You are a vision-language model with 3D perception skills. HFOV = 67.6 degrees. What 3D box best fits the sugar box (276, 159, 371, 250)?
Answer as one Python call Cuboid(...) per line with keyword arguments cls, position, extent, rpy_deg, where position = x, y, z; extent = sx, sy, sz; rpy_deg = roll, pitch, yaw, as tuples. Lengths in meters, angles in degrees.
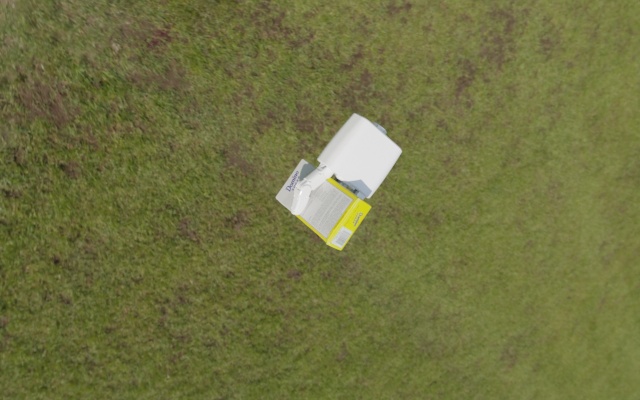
Cuboid(cls="sugar box", position=(0.001, 0.003, 0.843), extent=(0.048, 0.093, 0.176), rpy_deg=(32, 5, -42))
